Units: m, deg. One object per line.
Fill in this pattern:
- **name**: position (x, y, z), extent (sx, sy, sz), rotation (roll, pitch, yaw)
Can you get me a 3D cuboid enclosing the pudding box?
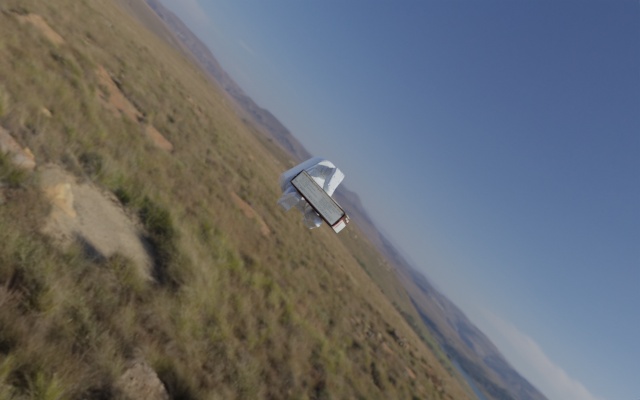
- **pudding box**: position (0.000, 0.003, 0.854), extent (0.113, 0.039, 0.090), rotation (45, -1, 13)
